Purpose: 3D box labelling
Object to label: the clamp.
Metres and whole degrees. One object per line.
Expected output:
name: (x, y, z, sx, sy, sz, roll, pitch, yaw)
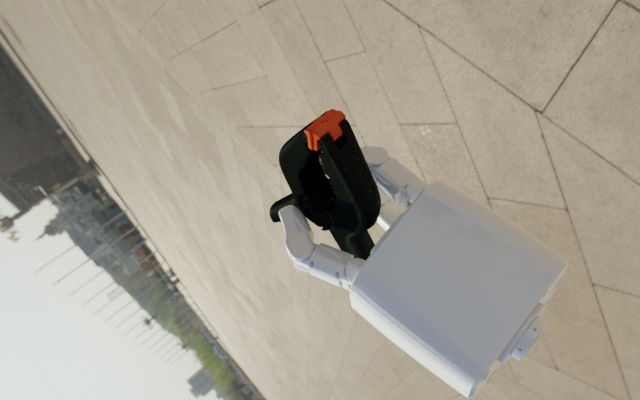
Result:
clamp: (0.000, 0.002, 0.405, 0.164, 0.036, 0.210, 33, -26, 29)
